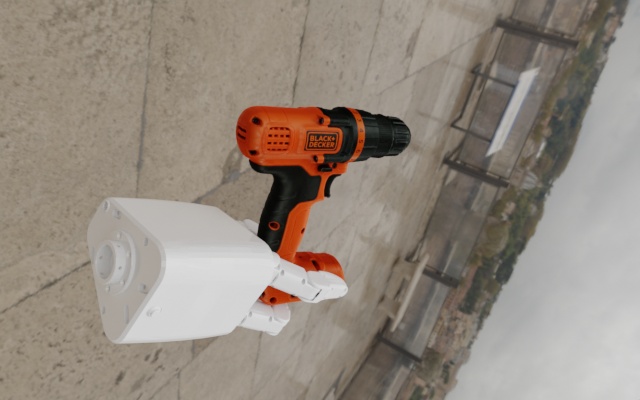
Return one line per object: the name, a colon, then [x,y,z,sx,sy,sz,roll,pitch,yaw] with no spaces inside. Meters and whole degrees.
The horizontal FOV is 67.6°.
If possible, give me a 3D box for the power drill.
power drill: [0.000,0.002,0.466,0.184,0.188,0.057,-2,21,-31]
